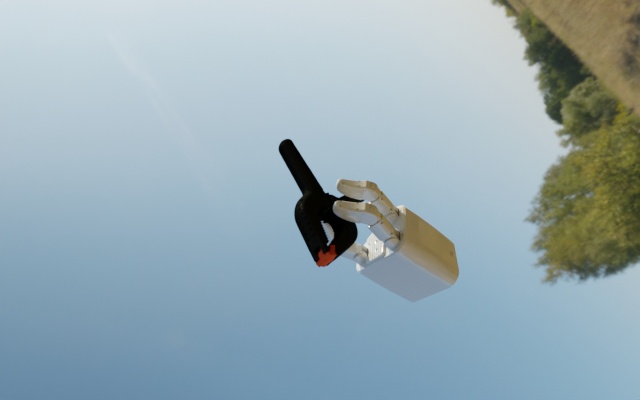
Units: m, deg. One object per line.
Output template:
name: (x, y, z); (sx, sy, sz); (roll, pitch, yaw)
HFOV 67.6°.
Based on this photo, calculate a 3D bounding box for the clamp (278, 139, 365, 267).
clamp: (0.000, 0.003, 0.660); (0.164, 0.036, 0.209); (31, 34, -14)
